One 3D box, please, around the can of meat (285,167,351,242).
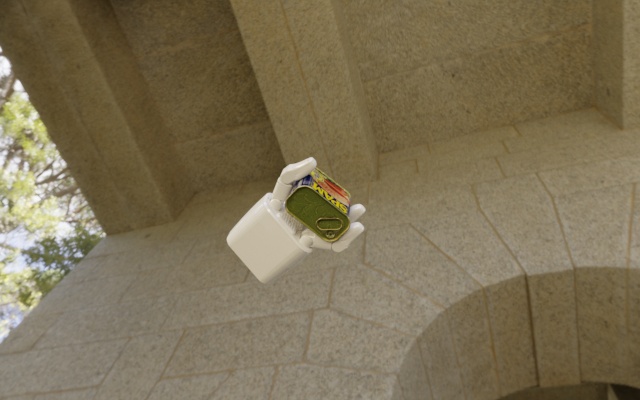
[{"bbox_3d":[0.000,0.002,0.748,0.102,0.057,0.084,38,26,-13],"label":"can of meat"}]
